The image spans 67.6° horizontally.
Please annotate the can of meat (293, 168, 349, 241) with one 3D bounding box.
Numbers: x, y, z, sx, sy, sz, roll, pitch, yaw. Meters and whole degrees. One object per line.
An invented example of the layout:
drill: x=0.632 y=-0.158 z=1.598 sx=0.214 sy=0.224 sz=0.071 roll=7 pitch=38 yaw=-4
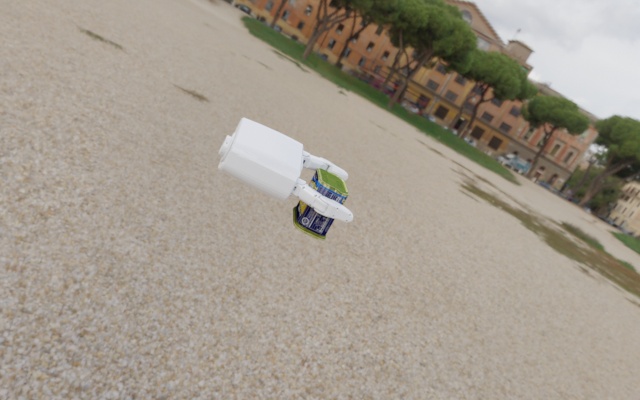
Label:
can of meat: x=0.000 y=0.002 z=0.757 sx=0.057 sy=0.084 sz=0.102 roll=26 pitch=15 yaw=-12
